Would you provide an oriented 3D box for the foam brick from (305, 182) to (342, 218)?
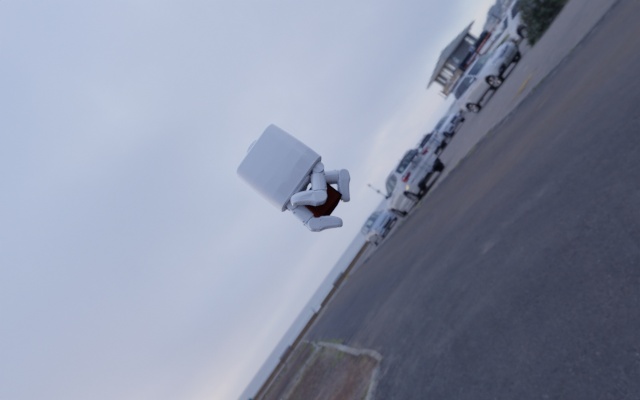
[{"bbox_3d":[0.000,0.003,0.848,0.051,0.053,0.078,37,-15,6],"label":"foam brick"}]
